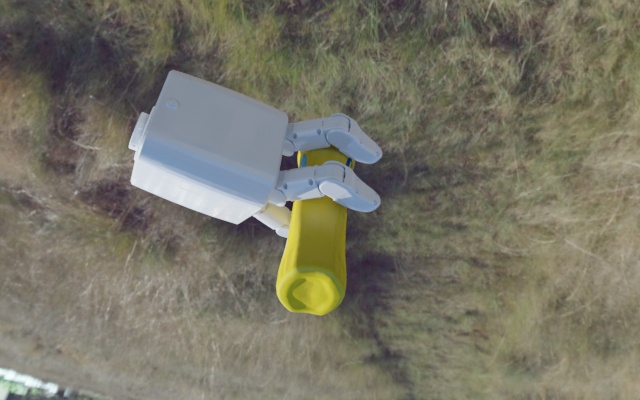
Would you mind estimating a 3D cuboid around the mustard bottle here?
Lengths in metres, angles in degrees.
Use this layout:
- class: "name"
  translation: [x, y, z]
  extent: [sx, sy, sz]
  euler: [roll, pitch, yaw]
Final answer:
- class: "mustard bottle"
  translation: [0.000, 0.002, 0.447]
  extent: [0.058, 0.191, 0.096]
  euler: [6, -34, 1]
